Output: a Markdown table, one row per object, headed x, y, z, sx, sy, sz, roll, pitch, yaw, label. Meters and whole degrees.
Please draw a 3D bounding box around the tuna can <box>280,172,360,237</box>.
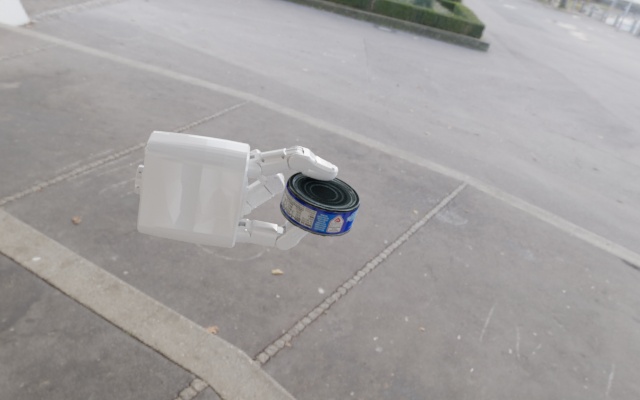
| x | y | z | sx | sy | sz | roll | pitch | yaw | label |
| --- | --- | --- | --- | --- | --- | --- | --- | --- | --- |
| 0.000 | 0.001 | 0.532 | 0.086 | 0.034 | 0.086 | 15 | 28 | -8 | tuna can |
